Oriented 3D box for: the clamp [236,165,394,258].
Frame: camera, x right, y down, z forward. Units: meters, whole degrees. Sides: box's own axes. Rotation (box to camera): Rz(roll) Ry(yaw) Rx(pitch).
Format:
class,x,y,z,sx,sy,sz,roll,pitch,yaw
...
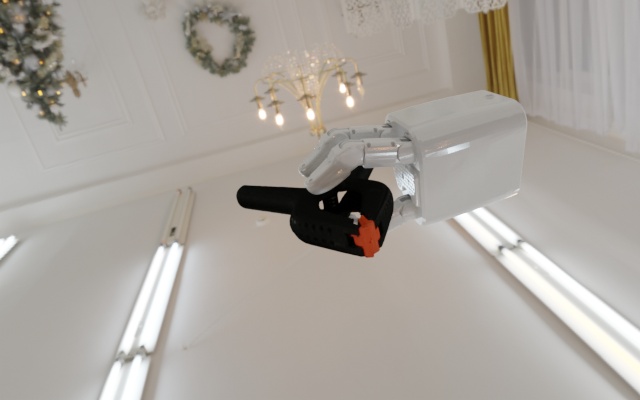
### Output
class,x,y,z,sx,sy,sz,roll,pitch,yaw
clamp,0.001,0.002,0.454,0.164,0.036,0.210,-18,22,-3
